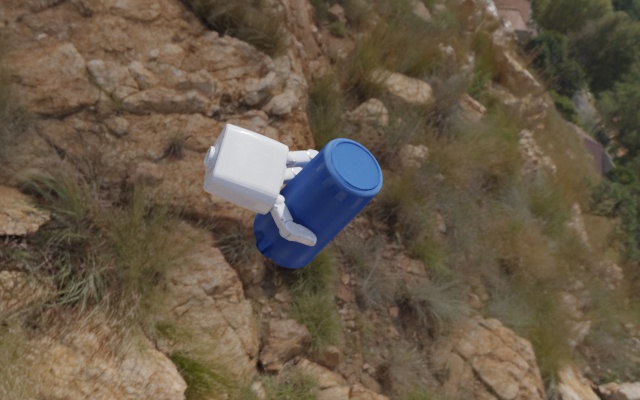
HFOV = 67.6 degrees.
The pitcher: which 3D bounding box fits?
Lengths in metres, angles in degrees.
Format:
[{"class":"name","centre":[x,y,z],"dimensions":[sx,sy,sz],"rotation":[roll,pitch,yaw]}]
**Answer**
[{"class":"pitcher","centre":[0.000,0.003,0.809],"dimensions":[0.145,0.149,0.243],"rotation":[21,-40,-22]}]
